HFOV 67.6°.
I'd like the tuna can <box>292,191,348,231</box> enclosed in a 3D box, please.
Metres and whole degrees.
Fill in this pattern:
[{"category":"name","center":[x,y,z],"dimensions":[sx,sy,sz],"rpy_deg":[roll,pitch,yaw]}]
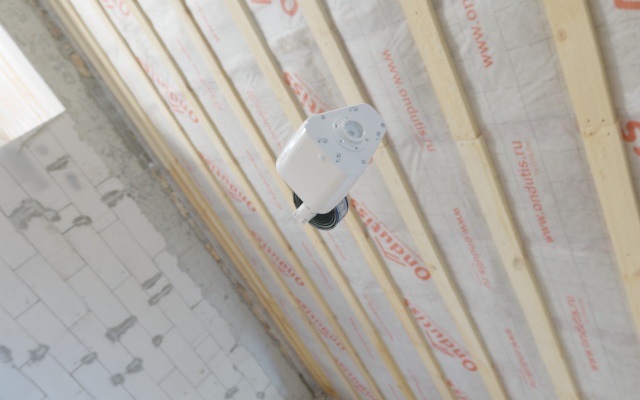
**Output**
[{"category":"tuna can","center":[0.000,0.002,0.733],"dimensions":[0.086,0.086,0.033],"rpy_deg":[0,34,46]}]
